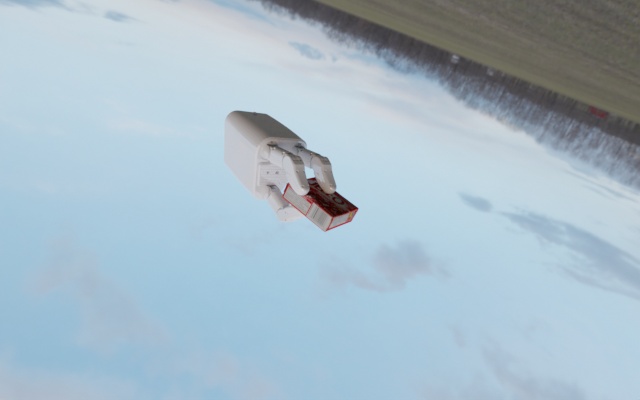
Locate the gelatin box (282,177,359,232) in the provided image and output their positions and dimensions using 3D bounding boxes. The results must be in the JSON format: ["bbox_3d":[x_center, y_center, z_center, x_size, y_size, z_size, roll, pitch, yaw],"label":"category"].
[{"bbox_3d":[0.000,0.003,0.693,0.089,0.030,0.073,39,28,23],"label":"gelatin box"}]
